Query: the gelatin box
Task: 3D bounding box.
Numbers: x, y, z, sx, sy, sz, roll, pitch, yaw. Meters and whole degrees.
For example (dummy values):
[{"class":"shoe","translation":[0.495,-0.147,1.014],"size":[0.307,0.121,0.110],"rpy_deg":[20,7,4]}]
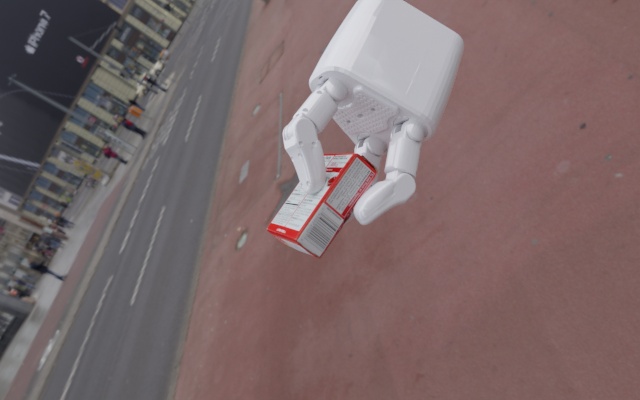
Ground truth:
[{"class":"gelatin box","translation":[0.000,0.001,0.407],"size":[0.030,0.089,0.073],"rpy_deg":[40,-13,-22]}]
